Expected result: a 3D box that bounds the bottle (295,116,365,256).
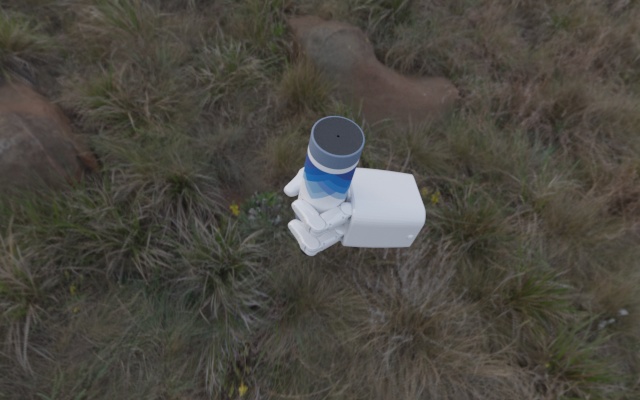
[{"bbox_3d":[0.000,0.002,0.701,0.069,0.069,0.296,0,-33,-10],"label":"bottle"}]
